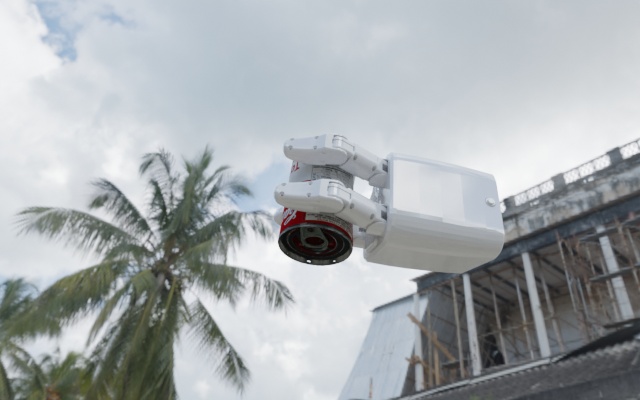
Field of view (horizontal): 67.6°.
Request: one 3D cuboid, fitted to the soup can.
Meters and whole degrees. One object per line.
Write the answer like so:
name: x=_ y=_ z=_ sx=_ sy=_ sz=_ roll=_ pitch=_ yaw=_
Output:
soup can: x=0.000 y=0.001 z=0.458 sx=0.068 sy=0.102 sz=0.069 roll=5 pitch=-36 yaw=3
